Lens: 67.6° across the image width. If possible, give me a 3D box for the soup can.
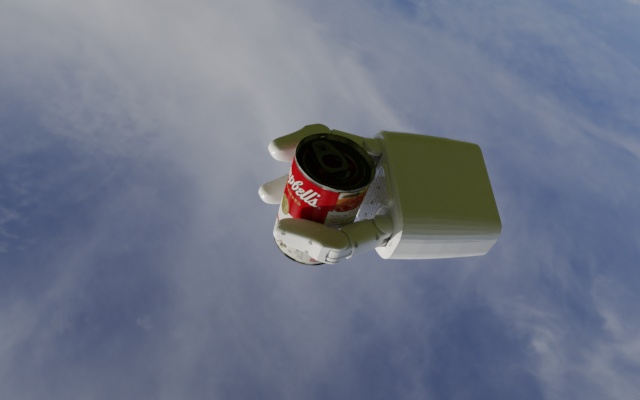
[{"bbox_3d":[0.000,0.002,0.420,0.068,0.068,0.102,0,-42,-20],"label":"soup can"}]
